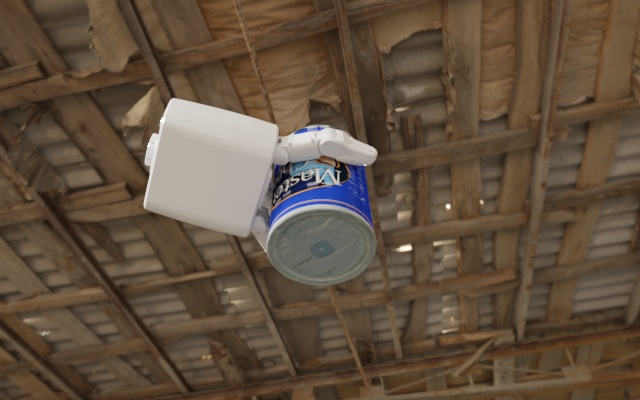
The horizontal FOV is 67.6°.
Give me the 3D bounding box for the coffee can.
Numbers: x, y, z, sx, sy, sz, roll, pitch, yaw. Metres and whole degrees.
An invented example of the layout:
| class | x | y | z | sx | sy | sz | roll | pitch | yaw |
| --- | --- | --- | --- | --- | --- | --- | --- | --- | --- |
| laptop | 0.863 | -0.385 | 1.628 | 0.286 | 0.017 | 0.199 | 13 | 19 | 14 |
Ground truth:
| class | x | y | z | sx | sy | sz | roll | pitch | yaw |
| --- | --- | --- | --- | --- | --- | --- | --- | --- | --- |
| coffee can | 0.000 | 0.002 | 0.496 | 0.103 | 0.103 | 0.140 | 0 | 40 | -1 |
